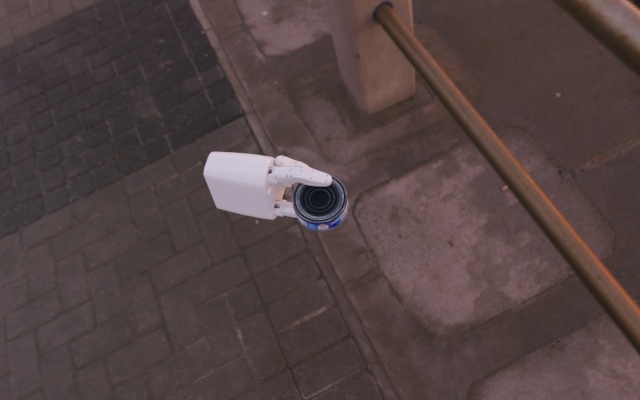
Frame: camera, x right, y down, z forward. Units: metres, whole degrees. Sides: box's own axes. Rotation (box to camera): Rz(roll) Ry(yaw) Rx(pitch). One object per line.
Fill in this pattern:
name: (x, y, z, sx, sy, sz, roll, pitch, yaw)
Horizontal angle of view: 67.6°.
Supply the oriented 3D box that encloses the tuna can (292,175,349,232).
tuna can: (0.000, 0.002, 0.734, 0.086, 0.086, 0.034, 0, -25, 6)
